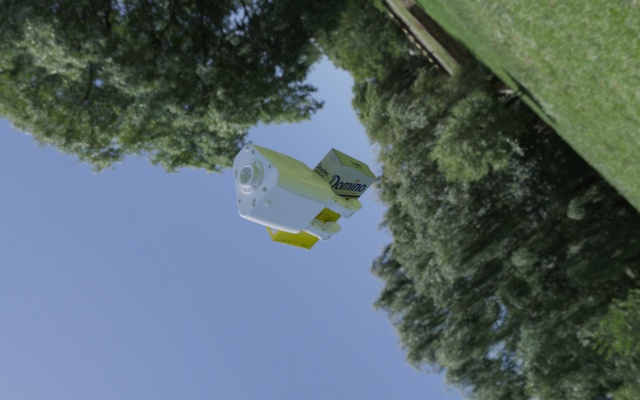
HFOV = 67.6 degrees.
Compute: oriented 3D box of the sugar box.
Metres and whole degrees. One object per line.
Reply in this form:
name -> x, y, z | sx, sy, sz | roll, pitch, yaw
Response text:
sugar box -> 0.000, 0.003, 0.778 | 0.093, 0.048, 0.176 | 18, -56, -46
